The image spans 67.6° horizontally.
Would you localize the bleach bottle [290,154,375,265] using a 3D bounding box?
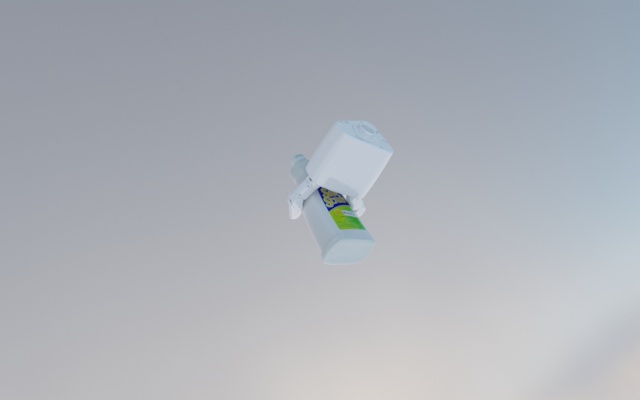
[{"bbox_3d":[0.000,0.003,0.881,0.102,0.068,0.250,6,40,-39],"label":"bleach bottle"}]
